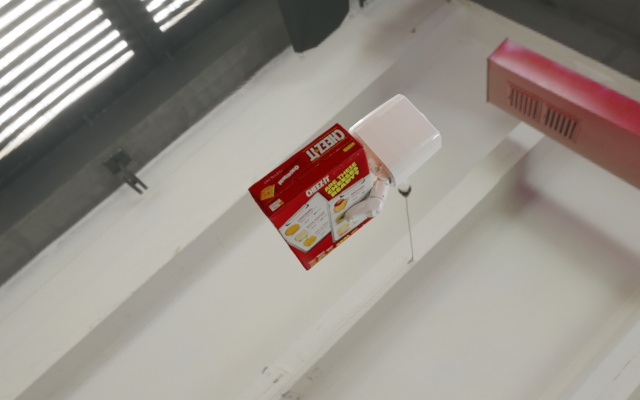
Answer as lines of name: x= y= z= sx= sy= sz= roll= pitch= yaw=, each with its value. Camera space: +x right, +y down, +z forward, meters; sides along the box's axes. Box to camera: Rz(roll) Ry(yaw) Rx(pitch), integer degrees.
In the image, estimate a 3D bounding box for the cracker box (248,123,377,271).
cracker box: x=0.000 y=0.003 z=0.744 sx=0.164 sy=0.072 sz=0.214 roll=-38 pitch=-30 yaw=-7
